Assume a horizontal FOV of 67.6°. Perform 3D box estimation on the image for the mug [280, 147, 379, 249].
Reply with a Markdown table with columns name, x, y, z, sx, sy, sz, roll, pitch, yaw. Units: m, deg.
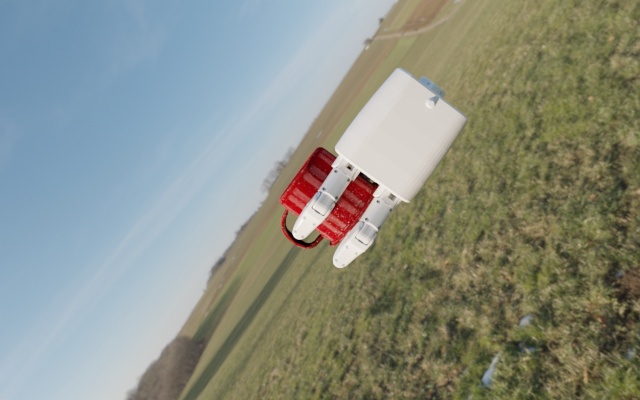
| name | x | y | z | sx | sy | sz | roll | pitch | yaw |
| --- | --- | --- | --- | --- | --- | --- | --- | --- | --- |
| mug | -0.001 | 0.003 | 0.553 | 0.081 | 0.117 | 0.093 | 36 | 11 | -5 |
